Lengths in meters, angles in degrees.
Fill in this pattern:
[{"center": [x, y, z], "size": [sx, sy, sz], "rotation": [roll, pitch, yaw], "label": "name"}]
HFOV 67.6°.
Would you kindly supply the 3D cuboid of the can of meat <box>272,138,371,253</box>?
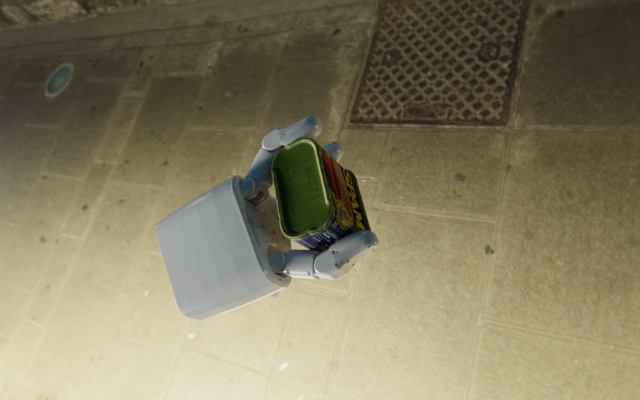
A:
[{"center": [0.000, 0.001, 0.454], "size": [0.057, 0.102, 0.084], "rotation": [-24, -31, 20], "label": "can of meat"}]
